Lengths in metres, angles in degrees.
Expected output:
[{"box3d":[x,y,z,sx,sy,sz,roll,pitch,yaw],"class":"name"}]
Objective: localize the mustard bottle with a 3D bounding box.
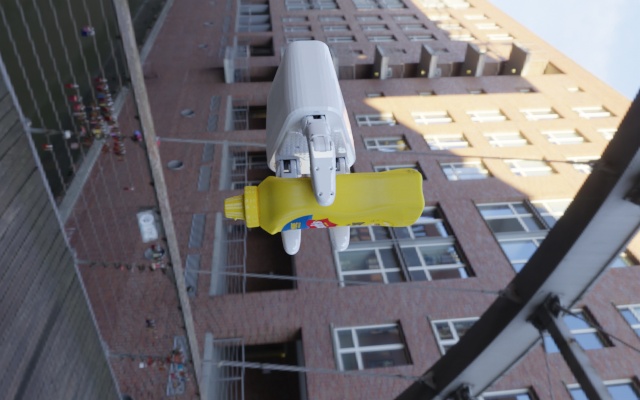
[{"box3d":[0.000,0.002,0.483,0.191,0.058,0.096,-3,-8,-6],"class":"mustard bottle"}]
